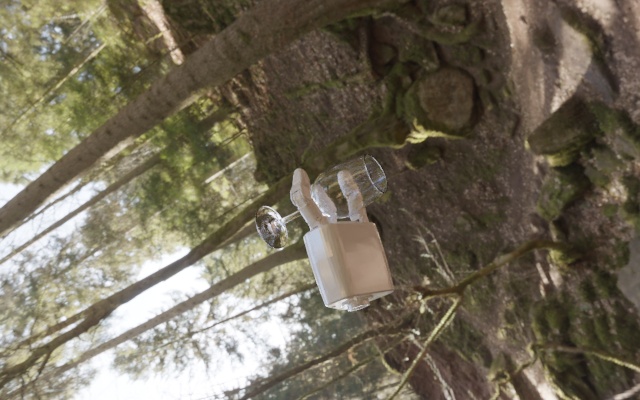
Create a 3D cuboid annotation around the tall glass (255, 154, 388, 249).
[{"bbox_3d":[-0.001,0.002,0.716,0.201,0.079,0.079,-28,-14,27],"label":"tall glass"}]
